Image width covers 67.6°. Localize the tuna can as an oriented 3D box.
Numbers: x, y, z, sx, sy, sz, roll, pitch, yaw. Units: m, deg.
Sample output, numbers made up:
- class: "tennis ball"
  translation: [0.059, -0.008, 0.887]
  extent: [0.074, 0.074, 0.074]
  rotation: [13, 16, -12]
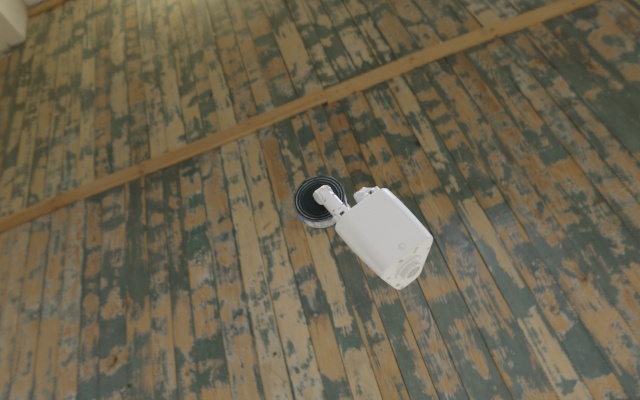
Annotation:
- class: "tuna can"
  translation: [0.000, 0.003, 0.784]
  extent: [0.086, 0.086, 0.034]
  rotation: [0, -29, 13]
